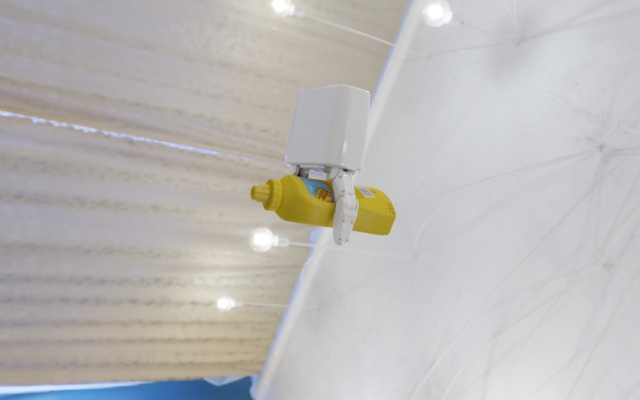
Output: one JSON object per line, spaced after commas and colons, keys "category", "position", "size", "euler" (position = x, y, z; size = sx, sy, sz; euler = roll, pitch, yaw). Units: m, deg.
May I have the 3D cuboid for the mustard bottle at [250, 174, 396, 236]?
{"category": "mustard bottle", "position": [0.000, 0.002, 0.637], "size": [0.191, 0.058, 0.096], "euler": [9, 23, -27]}
